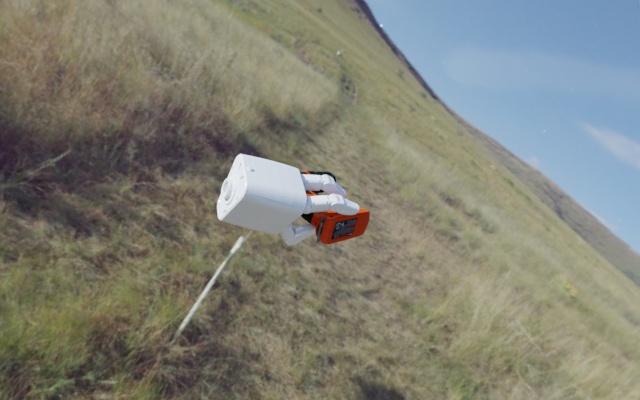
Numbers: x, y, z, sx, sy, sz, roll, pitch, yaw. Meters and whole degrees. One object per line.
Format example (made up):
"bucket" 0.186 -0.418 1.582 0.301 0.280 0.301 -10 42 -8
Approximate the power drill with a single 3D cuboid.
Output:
"power drill" 0.000 0.003 0.879 0.184 0.057 0.187 -12 35 -40
